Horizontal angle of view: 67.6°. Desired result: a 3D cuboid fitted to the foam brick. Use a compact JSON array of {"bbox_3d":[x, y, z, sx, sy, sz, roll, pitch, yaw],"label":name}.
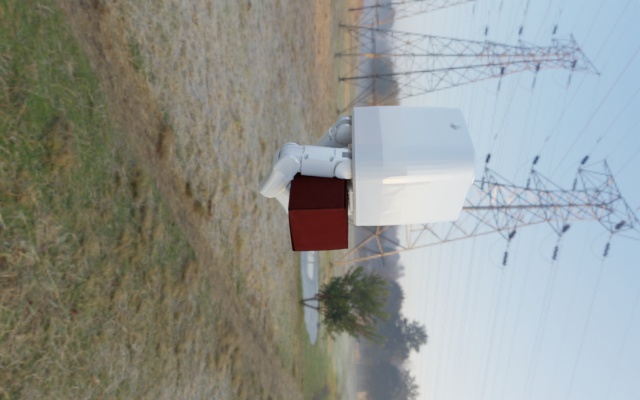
[{"bbox_3d":[0.000,0.002,0.442,0.051,0.053,0.078,0,42,4],"label":"foam brick"}]
